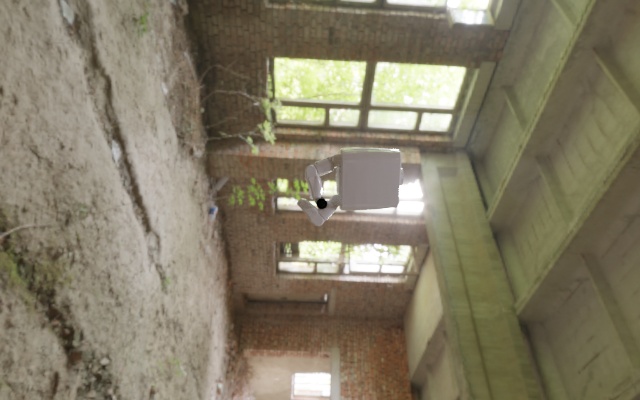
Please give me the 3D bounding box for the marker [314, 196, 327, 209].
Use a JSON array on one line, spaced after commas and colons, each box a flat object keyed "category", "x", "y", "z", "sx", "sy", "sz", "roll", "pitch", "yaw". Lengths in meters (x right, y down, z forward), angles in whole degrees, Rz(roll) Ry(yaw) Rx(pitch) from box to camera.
[{"category": "marker", "x": 0.000, "y": 0.003, "z": 0.850, "sx": 0.020, "sy": 0.020, "sz": 0.121, "roll": 0, "pitch": 2, "yaw": -2}]
